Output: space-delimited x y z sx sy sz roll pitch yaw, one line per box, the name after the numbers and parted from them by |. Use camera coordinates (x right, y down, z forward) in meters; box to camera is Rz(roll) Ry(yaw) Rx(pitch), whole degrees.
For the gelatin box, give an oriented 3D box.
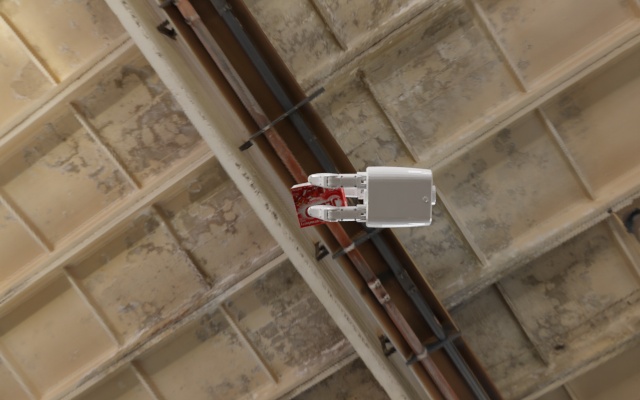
0.000 0.003 0.831 0.089 0.073 0.030 -12 9 12 | gelatin box
